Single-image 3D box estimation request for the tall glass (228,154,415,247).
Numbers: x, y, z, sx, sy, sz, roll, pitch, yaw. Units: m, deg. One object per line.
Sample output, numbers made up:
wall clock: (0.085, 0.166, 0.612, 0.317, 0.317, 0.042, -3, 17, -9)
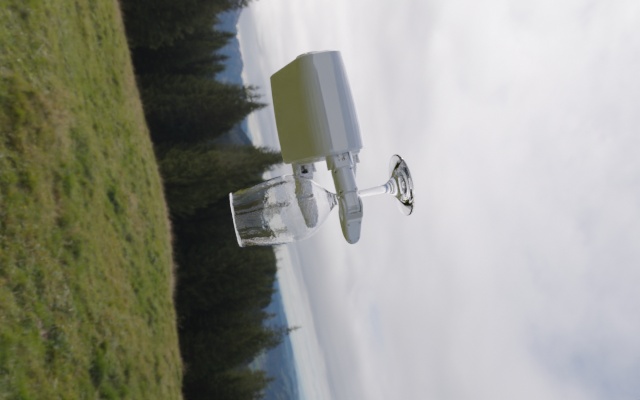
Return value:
tall glass: (0.001, 0.002, 0.546, 0.201, 0.079, 0.079, -12, 2, -10)
